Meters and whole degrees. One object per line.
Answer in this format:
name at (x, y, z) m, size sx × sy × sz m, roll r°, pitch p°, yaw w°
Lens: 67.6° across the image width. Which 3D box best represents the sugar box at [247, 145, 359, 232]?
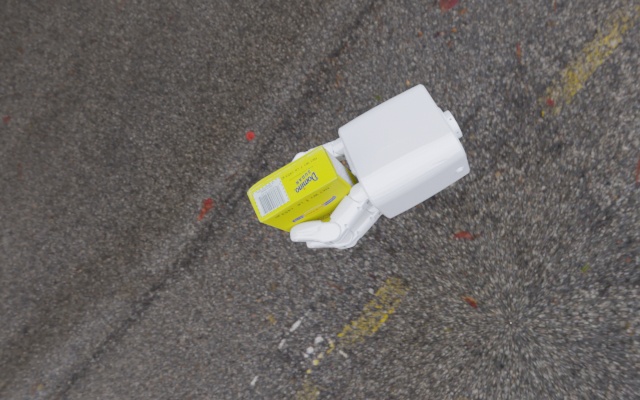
sugar box at (0.000, 0.002, 0.546) m, size 0.093 × 0.048 × 0.176 m, roll -29°, pitch -22°, yaw 13°
